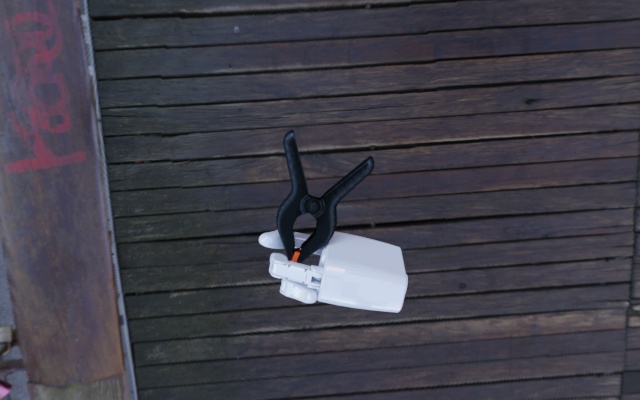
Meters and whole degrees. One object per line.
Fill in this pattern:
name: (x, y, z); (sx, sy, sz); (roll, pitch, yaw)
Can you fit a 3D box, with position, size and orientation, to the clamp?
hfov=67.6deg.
clamp: (0.000, 0.002, 0.620); (0.120, 0.171, 0.039); (10, 10, 2)
